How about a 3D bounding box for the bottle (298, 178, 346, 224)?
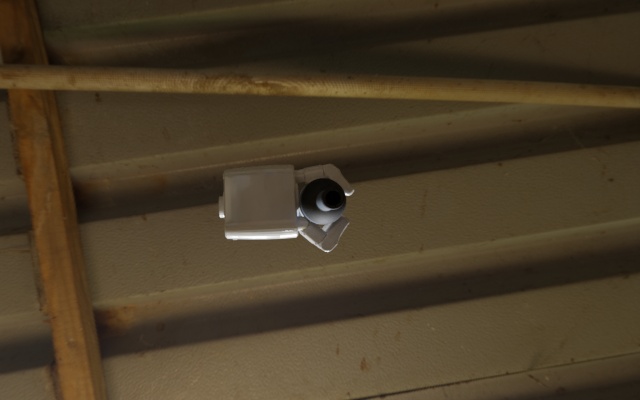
[{"bbox_3d":[0.000,0.002,0.719,0.069,0.069,0.296,0,-2,-6],"label":"bottle"}]
